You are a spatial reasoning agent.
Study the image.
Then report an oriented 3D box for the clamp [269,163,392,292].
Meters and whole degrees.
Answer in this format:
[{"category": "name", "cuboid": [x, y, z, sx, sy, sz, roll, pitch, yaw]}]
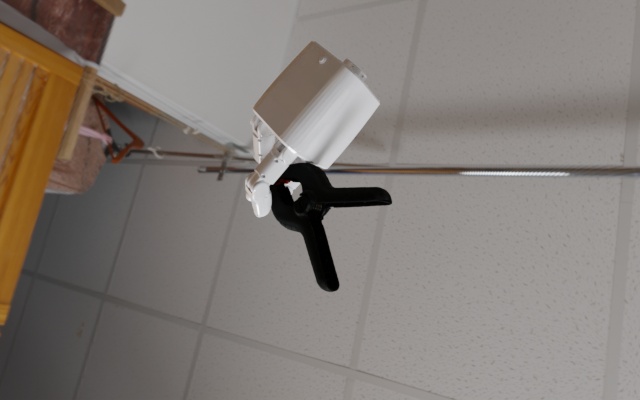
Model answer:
[{"category": "clamp", "cuboid": [0.000, 0.002, 0.526, 0.171, 0.120, 0.039, 49, 12, 35]}]
